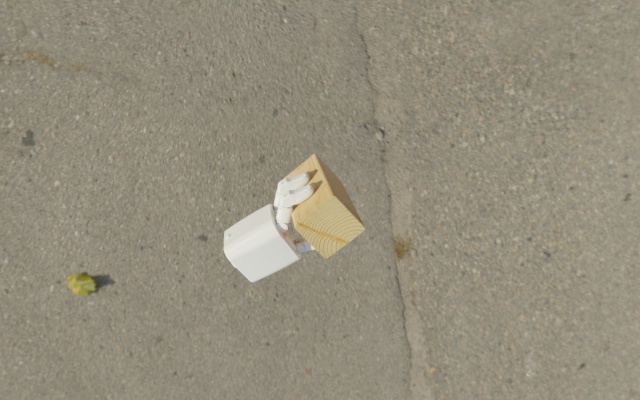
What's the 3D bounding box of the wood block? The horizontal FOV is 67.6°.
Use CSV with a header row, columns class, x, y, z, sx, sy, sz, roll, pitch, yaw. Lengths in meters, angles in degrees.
class,x,y,z,sx,sy,sz,roll,pitch,yaw
wood block,0.000,0.003,0.891,0.090,0.091,0.206,-39,26,9
